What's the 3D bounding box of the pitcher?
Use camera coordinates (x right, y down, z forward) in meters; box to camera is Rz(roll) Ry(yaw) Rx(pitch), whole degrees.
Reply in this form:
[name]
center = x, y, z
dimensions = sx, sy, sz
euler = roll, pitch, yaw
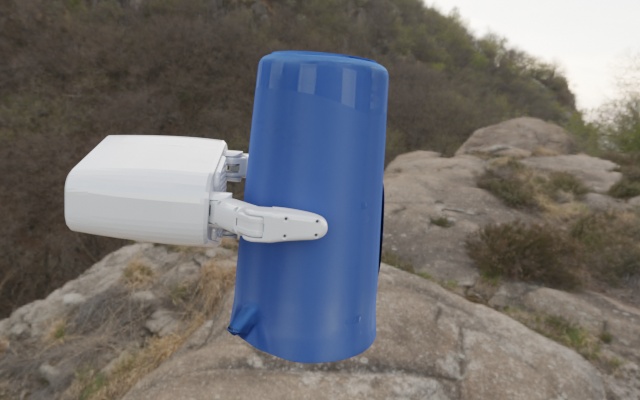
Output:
[pitcher]
center = 0.000, 0.001, 0.423
dimensions = 0.145, 0.243, 0.149
euler = 4, 11, -4
